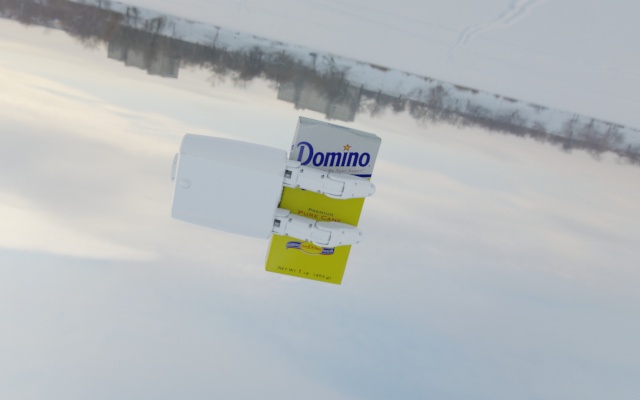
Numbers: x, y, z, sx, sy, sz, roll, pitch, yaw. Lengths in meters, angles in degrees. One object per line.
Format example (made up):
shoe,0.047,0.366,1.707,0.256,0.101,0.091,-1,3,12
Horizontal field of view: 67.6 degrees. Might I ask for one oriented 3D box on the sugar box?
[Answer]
sugar box,0.000,0.002,0.541,0.093,0.176,0.048,11,17,-9
